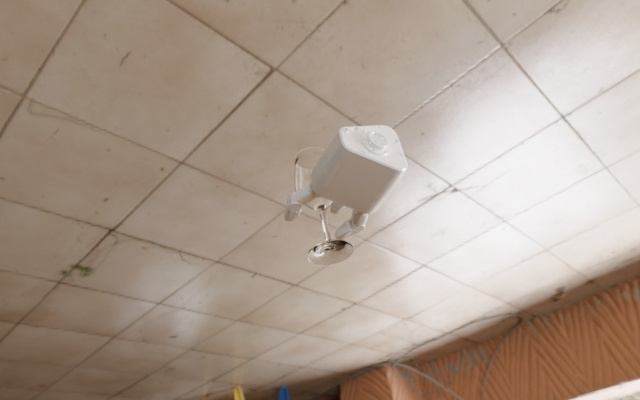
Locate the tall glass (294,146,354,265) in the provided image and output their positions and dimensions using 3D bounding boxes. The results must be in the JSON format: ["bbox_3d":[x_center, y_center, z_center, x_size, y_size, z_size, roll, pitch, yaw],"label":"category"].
[{"bbox_3d":[0.000,0.003,0.803,0.079,0.201,0.079,-8,-36,-5],"label":"tall glass"}]
